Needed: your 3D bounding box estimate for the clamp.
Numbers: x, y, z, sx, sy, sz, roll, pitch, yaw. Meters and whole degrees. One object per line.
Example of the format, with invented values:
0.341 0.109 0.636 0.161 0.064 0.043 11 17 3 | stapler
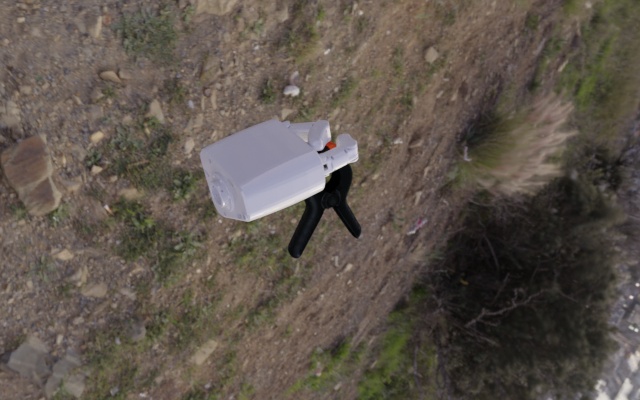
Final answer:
0.001 0.002 0.663 0.120 0.172 0.039 -27 34 -28 | clamp
